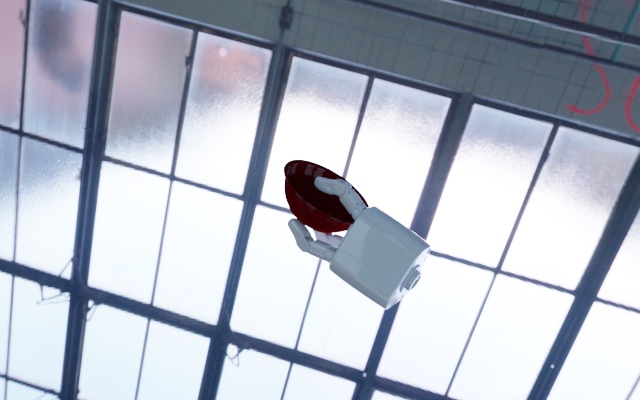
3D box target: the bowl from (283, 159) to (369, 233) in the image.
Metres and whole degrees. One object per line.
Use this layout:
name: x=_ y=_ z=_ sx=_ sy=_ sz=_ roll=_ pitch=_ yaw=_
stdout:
bowl: x=-0.001 y=0.002 z=0.776 sx=0.162 sy=0.055 sz=0.162 roll=26 pitch=27 yaw=-15
